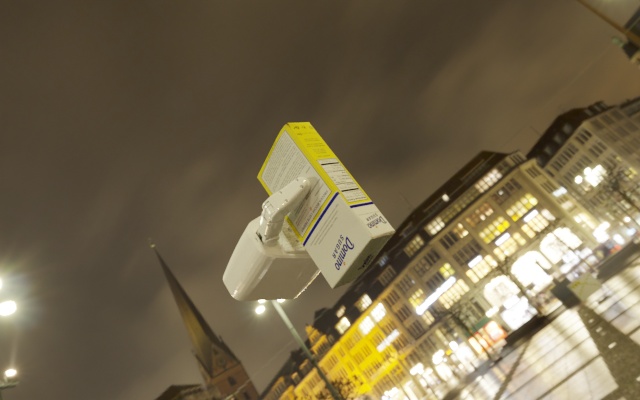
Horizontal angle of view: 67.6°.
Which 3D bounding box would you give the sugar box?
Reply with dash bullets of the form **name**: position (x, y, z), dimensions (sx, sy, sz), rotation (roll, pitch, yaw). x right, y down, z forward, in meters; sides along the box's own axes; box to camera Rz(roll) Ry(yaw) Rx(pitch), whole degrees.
- **sugar box**: position (0.000, 0.002, 0.547), dimensions (0.048, 0.176, 0.093), rotation (-13, -33, -43)
